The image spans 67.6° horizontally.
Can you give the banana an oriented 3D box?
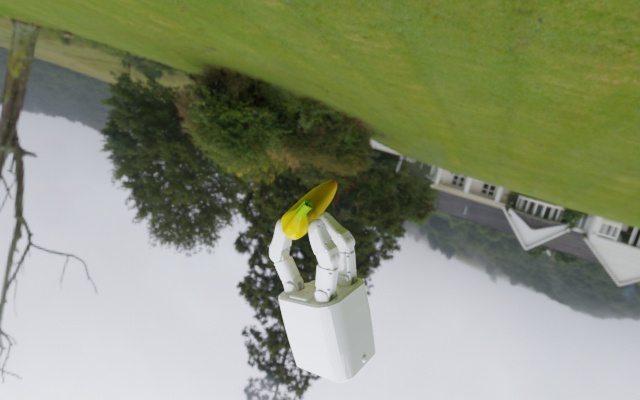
[{"bbox_3d":[-0.015,0.014,0.636,0.069,0.037,0.197,-37,3,14],"label":"banana"}]
